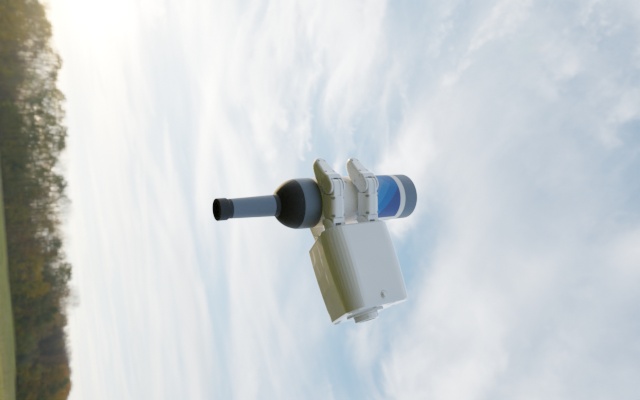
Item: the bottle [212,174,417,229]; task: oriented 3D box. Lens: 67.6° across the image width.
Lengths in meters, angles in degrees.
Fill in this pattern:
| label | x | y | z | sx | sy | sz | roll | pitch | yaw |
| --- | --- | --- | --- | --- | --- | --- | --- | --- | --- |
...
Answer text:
| label | x | y | z | sx | sy | sz | roll | pitch | yaw |
| --- | --- | --- | --- | --- | --- | --- | --- | --- | --- |
| bottle | 0.000 | 0.002 | 0.641 | 0.296 | 0.069 | 0.069 | -4 | 2 | -33 |
